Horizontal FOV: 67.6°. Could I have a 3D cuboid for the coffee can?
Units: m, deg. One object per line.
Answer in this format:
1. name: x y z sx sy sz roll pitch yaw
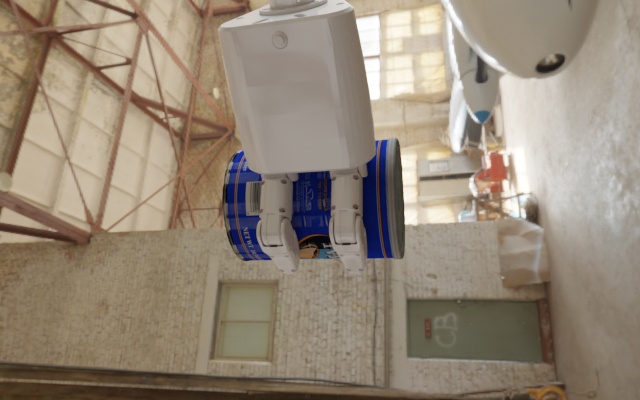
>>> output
1. coffee can: 0.000 0.001 0.419 0.140 0.103 0.103 -3 -1 13
